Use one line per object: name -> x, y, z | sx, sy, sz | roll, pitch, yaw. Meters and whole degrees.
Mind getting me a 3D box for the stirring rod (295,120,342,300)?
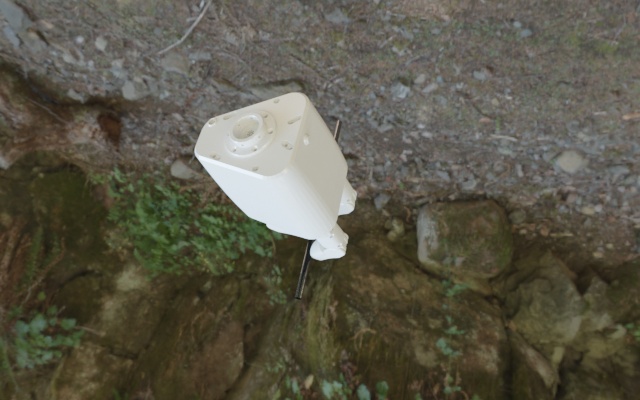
stirring rod -> 0.000, 0.002, 0.573 | 0.011, 0.239, 0.011 | 10, -27, 5
